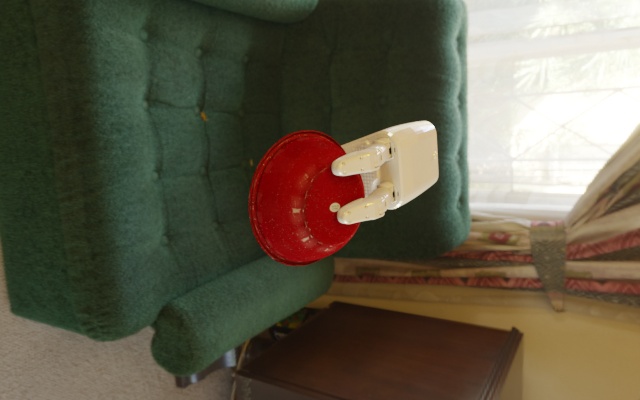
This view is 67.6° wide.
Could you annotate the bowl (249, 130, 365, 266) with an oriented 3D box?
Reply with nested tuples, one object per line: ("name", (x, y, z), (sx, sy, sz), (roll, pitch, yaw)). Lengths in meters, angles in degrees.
("bowl", (-0.001, 0.003, 0.545), (0.162, 0.162, 0.055), (0, 8, -40))
